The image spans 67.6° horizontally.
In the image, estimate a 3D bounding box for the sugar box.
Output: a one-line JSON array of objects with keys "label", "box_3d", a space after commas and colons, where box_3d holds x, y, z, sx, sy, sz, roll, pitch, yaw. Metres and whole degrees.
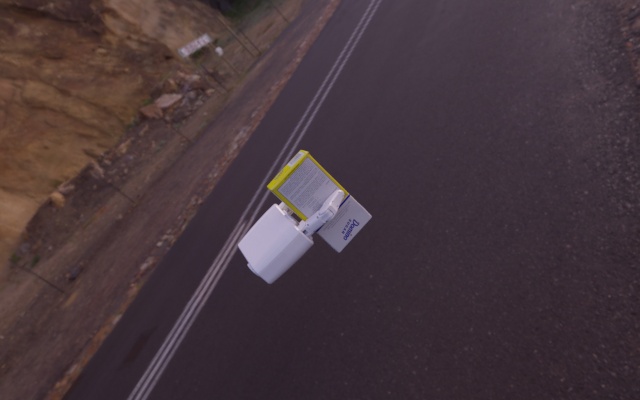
[{"label": "sugar box", "box_3d": [0.000, 0.003, 0.856, 0.176, 0.093, 0.048, 45, -4, -23]}]
